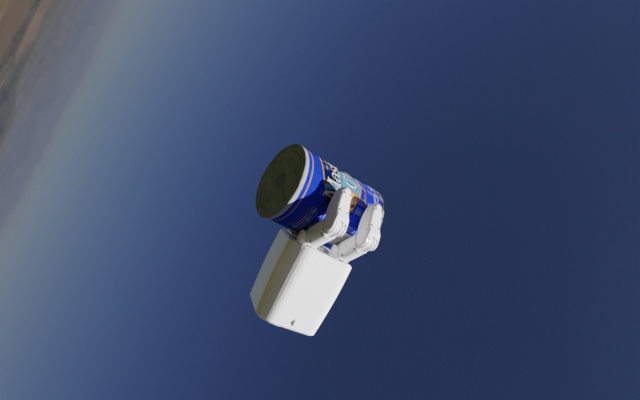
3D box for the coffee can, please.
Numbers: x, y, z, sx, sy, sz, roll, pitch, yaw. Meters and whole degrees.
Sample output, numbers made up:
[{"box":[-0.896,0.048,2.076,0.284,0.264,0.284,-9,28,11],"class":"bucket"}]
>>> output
[{"box":[0.000,0.002,0.637,0.140,0.102,0.103,28,-16,-32],"class":"coffee can"}]
